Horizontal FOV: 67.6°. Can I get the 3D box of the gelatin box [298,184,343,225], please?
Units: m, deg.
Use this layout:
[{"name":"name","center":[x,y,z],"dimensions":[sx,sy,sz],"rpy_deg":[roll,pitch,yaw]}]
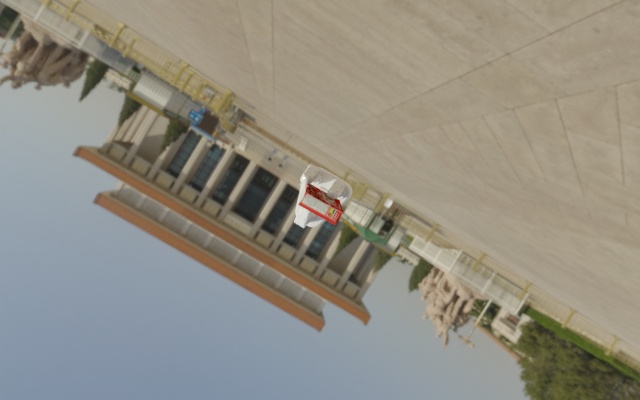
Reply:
[{"name":"gelatin box","center":[0.000,0.003,0.835],"dimensions":[0.073,0.030,0.089],"rpy_deg":[29,12,-7]}]
